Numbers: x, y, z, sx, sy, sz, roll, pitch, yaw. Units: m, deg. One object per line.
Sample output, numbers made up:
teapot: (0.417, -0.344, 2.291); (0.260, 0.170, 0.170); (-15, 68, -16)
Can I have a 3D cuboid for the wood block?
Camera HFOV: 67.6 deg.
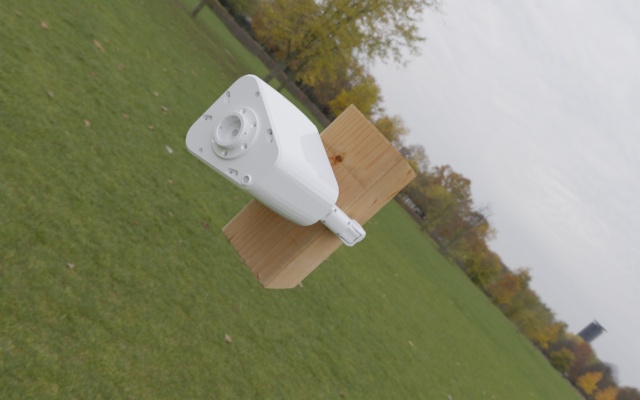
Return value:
wood block: (0.000, 0.002, 0.558); (0.206, 0.090, 0.090); (-43, -20, 8)
